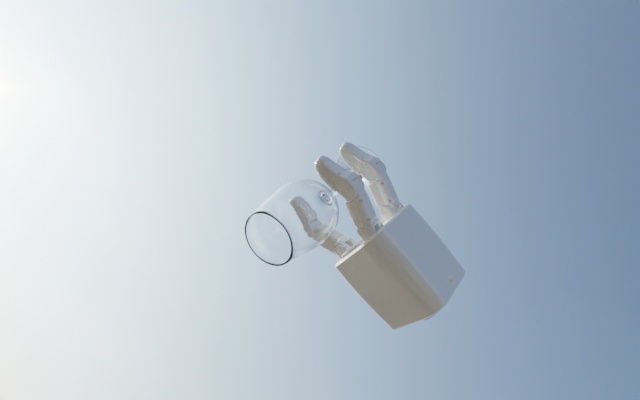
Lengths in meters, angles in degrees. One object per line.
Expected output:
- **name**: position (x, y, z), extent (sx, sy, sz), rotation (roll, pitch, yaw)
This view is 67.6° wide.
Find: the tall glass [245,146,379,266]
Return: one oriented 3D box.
- **tall glass**: position (0.000, 0.001, 0.558), extent (0.079, 0.079, 0.201), rotation (0, 22, 36)
